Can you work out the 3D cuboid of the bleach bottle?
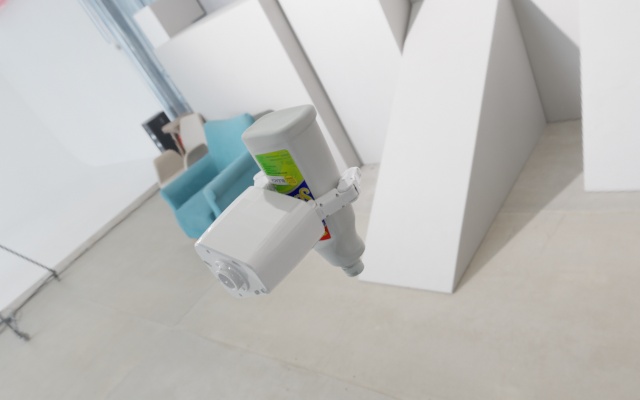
[{"bbox_3d":[0.000,0.002,0.624,0.102,0.251,0.068,-1,38,45],"label":"bleach bottle"}]
